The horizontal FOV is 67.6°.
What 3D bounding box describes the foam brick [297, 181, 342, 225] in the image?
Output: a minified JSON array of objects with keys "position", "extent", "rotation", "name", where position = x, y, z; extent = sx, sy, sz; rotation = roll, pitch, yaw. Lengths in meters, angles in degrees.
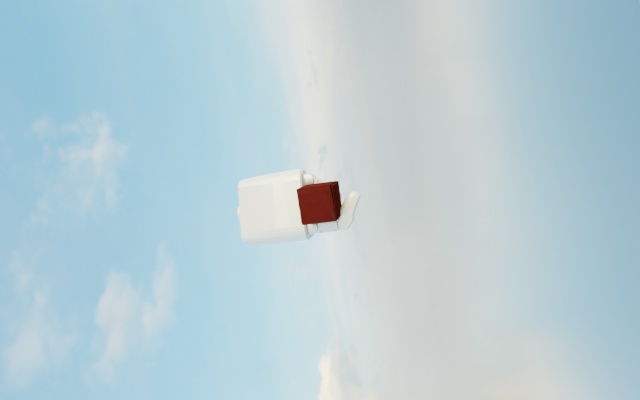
[{"position":[0.000,0.002,0.698],"extent":[0.051,0.053,0.078],"rotation":[-7,5,10],"name":"foam brick"}]
